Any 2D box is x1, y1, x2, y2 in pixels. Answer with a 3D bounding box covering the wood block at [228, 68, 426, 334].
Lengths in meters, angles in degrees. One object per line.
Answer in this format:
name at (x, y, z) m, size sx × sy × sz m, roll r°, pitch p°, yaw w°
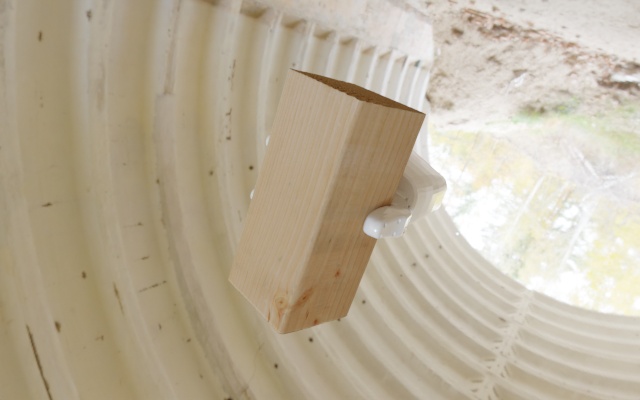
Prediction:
wood block at (0.001, 0.002, 0.428) m, size 0.090 × 0.206 × 0.090 m, roll -1°, pitch 27°, yaw -45°
